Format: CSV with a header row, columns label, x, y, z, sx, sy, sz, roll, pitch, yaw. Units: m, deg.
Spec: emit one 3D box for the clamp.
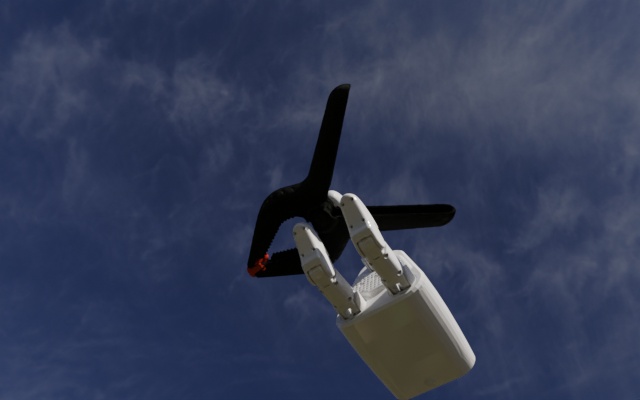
label,x,y,z,sx,sy,sz,roll,pitch,yaw
clamp,0.000,0.002,0.468,0.210,0.164,0.036,-32,12,18
